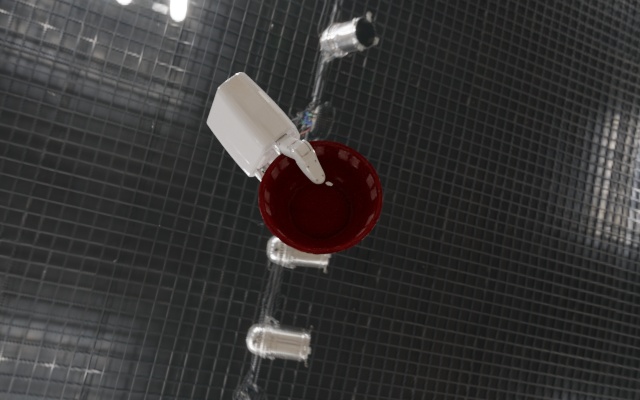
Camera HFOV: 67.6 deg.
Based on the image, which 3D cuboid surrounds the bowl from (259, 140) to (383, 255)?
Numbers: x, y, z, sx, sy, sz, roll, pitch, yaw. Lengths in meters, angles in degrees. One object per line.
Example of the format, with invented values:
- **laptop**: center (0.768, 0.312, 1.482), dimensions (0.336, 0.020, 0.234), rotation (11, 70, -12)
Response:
- **bowl**: center (0.001, 0.003, 0.641), dimensions (0.162, 0.162, 0.055), rotation (0, -24, -1)
